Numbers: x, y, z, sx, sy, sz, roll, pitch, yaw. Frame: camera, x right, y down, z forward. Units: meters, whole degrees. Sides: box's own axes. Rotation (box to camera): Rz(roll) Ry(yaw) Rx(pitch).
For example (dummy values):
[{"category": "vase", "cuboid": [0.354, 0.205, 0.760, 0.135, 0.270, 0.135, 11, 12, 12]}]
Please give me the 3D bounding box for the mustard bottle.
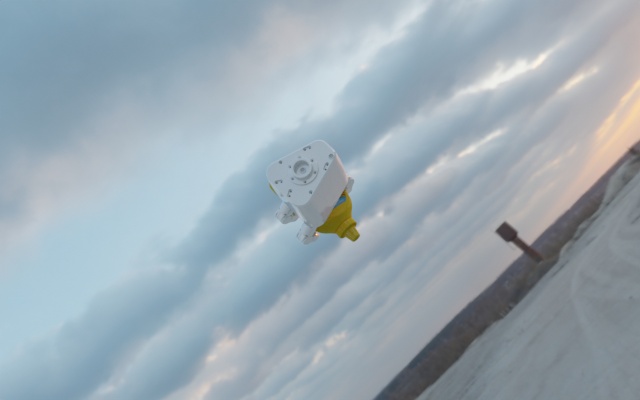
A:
[{"category": "mustard bottle", "cuboid": [0.000, 0.003, 0.867, 0.096, 0.191, 0.058, -34, -23, -27]}]
